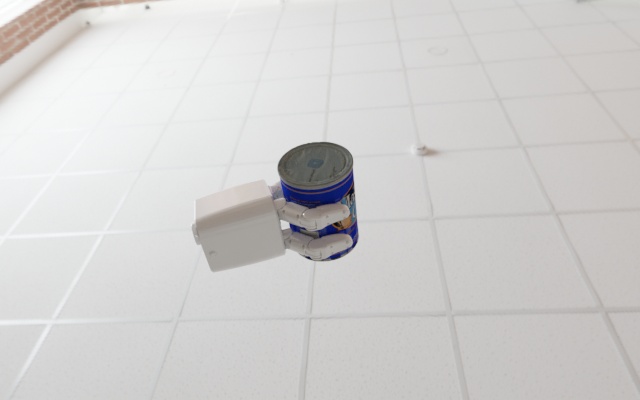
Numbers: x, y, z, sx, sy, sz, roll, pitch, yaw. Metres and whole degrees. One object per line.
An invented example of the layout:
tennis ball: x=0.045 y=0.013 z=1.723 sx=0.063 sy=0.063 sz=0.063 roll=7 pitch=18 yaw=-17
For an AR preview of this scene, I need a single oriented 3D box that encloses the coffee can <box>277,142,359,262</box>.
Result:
coffee can: x=0.000 y=0.002 z=0.681 sx=0.103 sy=0.140 sz=0.102 roll=-5 pitch=39 yaw=4
